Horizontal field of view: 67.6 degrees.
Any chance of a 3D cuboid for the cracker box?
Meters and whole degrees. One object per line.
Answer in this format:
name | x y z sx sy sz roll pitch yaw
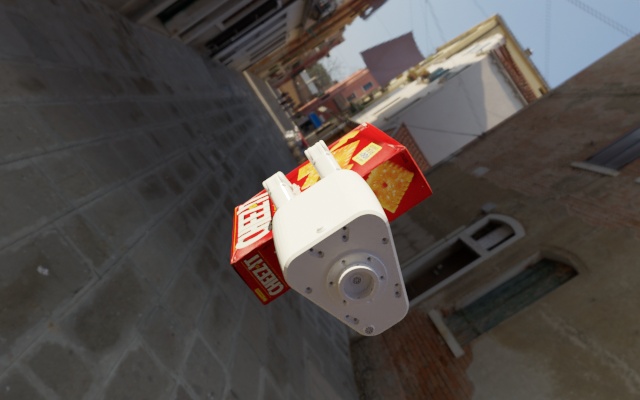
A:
cracker box | 0.000 0.002 0.558 0.214 0.072 0.164 -33 20 4
